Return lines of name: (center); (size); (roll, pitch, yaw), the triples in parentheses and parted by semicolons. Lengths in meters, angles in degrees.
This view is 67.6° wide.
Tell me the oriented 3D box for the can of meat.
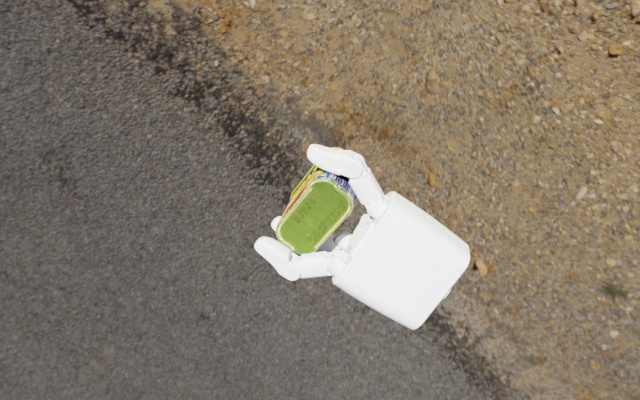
can of meat: (0.000, 0.002, 0.533); (0.057, 0.102, 0.084); (36, 28, -8)
